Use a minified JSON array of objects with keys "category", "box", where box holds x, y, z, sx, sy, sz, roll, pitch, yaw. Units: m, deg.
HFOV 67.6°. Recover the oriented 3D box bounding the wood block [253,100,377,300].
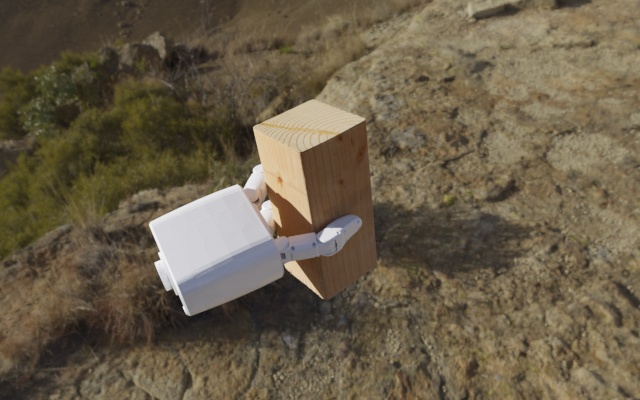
[{"category":"wood block","box":[0.000,0.002,0.562,0.090,0.206,0.090,-30,41,-28]}]
